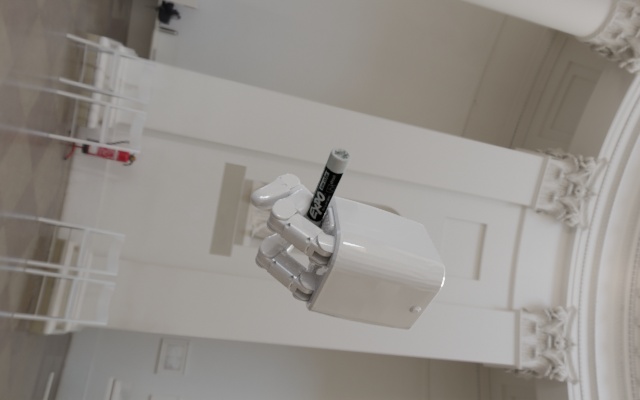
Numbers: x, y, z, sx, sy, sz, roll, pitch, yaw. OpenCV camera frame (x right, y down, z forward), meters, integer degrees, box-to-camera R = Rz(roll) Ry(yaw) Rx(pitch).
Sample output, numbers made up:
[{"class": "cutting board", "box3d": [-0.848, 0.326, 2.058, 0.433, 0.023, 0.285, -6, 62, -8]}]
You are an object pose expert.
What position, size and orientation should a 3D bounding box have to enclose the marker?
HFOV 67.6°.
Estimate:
[{"class": "marker", "box3d": [0.000, 0.001, 0.458, 0.020, 0.121, 0.020, 13, 41, -12]}]
